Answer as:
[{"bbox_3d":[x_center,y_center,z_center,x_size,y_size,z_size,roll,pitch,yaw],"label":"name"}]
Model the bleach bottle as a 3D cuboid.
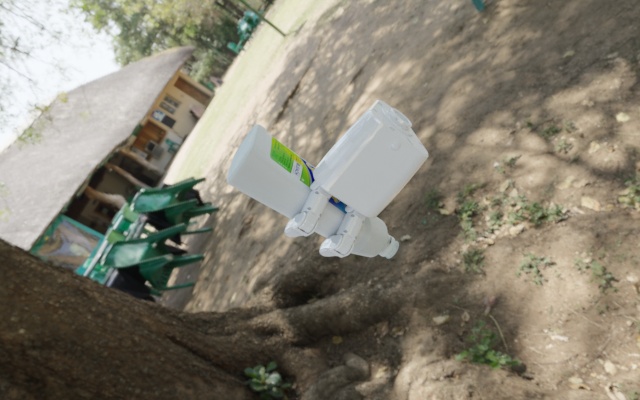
[{"bbox_3d":[0.000,0.002,0.642,0.251,0.068,0.102,32,25,-18],"label":"bleach bottle"}]
